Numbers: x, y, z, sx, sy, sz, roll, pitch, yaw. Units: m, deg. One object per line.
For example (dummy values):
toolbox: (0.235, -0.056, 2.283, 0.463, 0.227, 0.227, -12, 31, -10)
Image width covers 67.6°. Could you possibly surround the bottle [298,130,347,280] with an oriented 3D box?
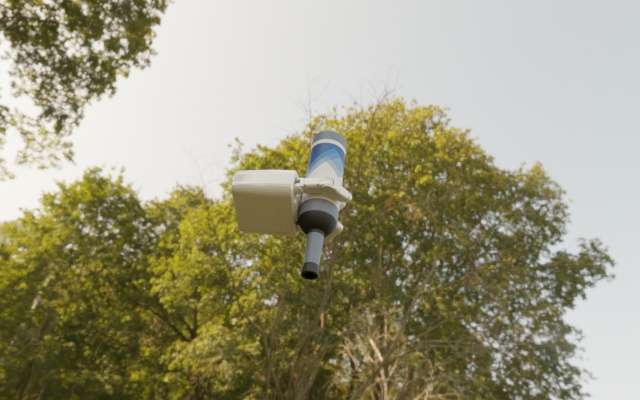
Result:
bottle: (0.000, 0.002, 0.827, 0.069, 0.295, 0.069, 5, -39, 4)
